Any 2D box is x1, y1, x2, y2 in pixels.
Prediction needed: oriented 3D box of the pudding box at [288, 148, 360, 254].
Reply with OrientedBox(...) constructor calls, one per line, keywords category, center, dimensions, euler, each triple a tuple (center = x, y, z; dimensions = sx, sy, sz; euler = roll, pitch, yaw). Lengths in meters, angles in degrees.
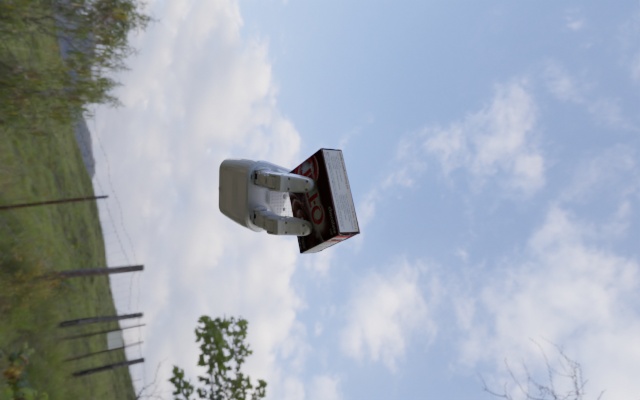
OrientedBox(category="pudding box", center=(0.000, 0.002, 0.604), dimensions=(0.039, 0.113, 0.090), euler=(-3, -17, -35))
